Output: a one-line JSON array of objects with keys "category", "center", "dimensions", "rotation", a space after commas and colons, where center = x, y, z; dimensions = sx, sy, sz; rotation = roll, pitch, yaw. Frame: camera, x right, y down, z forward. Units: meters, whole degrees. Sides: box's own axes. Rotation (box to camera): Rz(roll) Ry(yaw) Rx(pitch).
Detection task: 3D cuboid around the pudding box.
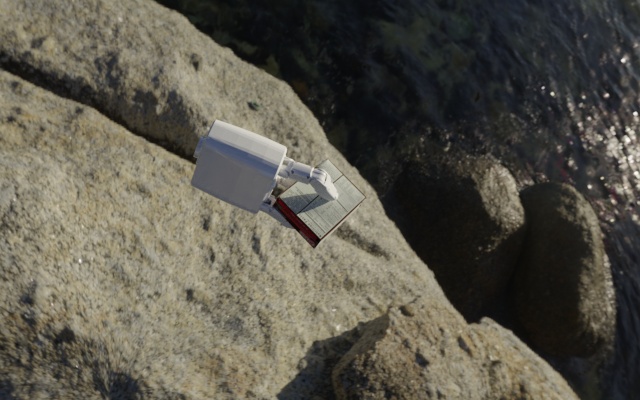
[{"category": "pudding box", "center": [0.000, 0.002, 0.708], "dimensions": [0.113, 0.090, 0.039], "rotation": [-41, -6, -29]}]
